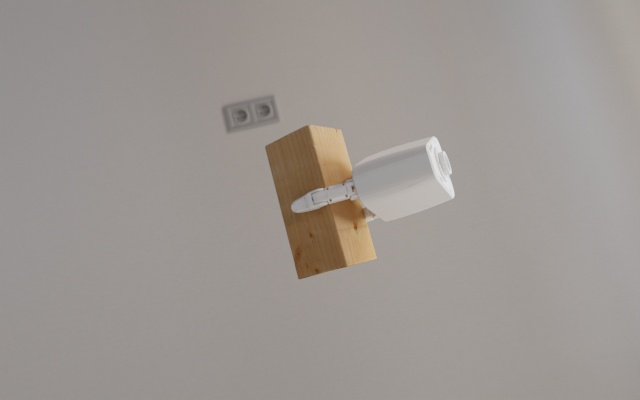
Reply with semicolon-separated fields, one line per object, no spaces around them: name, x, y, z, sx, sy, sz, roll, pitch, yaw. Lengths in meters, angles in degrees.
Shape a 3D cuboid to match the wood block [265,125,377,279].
wood block;0.000;0.002;0.715;0.090;0.206;0.091;-21;-10;34
